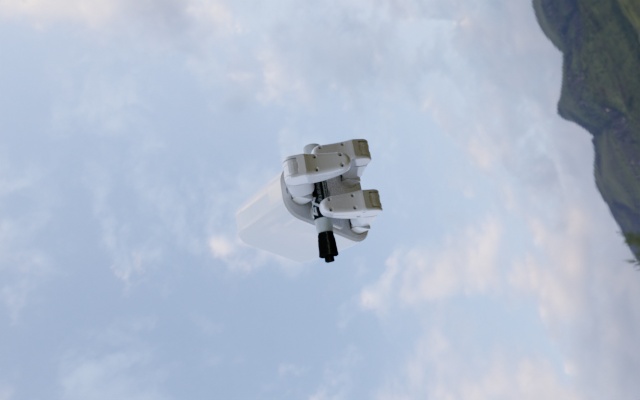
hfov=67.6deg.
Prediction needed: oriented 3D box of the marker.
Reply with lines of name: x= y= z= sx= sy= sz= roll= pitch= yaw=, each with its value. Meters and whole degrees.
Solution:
marker: x=0.000 y=0.002 z=0.468 sx=0.020 sy=0.121 sz=0.020 roll=-8 pitch=-20 yaw=-3
